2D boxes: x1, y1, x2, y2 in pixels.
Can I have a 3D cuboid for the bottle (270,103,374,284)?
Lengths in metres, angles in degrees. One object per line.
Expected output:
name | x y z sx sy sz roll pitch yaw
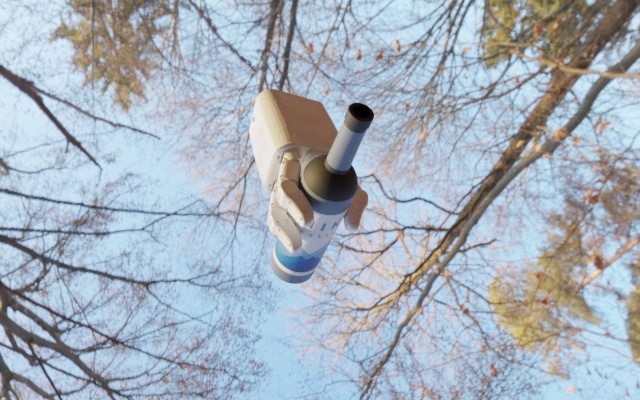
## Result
bottle | 0.000 0.002 0.578 0.069 0.069 0.296 0 -37 -20
